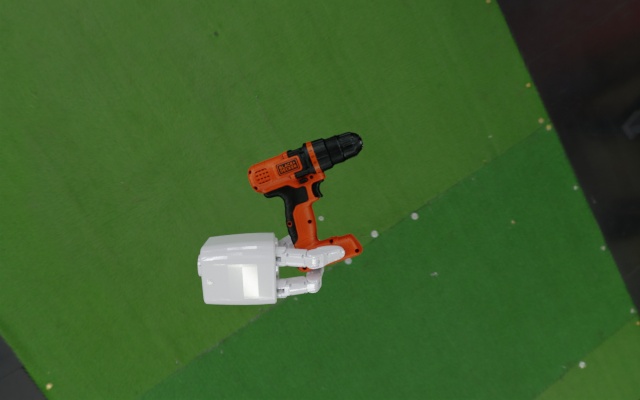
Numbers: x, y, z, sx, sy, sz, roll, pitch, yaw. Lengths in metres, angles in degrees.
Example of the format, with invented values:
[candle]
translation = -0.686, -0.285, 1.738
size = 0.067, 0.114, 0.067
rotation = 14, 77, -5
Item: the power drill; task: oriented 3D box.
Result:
[power drill]
translation = 0.000, 0.003, 0.737
size = 0.184, 0.187, 0.057
rotation = -20, 0, 6
